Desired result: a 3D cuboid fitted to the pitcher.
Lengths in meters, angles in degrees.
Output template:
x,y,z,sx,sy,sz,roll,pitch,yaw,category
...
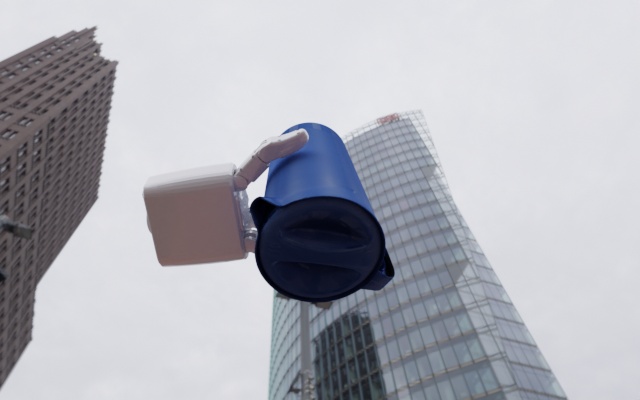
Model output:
x,y,z,sx,sy,sz,roll,pitch,yaw,category
0.000,0.002,0.583,0.145,0.149,0.242,-9,30,1,pitcher
